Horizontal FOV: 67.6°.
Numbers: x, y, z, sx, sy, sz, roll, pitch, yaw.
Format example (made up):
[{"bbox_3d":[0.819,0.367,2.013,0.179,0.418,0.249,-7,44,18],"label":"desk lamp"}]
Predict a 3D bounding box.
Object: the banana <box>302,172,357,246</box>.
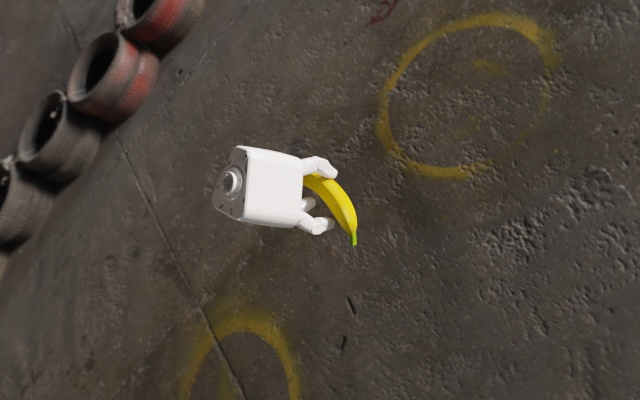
[{"bbox_3d":[0.008,-0.009,0.843,0.037,0.070,0.197,-7,45,-38],"label":"banana"}]
